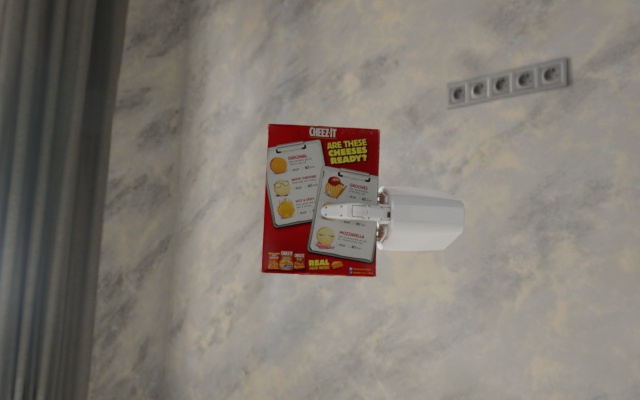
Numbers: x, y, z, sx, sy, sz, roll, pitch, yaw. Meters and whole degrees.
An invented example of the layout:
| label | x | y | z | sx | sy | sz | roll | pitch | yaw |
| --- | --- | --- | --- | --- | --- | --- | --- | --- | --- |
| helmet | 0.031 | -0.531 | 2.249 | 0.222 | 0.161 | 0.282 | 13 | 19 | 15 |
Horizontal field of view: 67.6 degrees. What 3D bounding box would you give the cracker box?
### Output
| label | x | y | z | sx | sy | sz | roll | pitch | yaw |
| --- | --- | --- | --- | --- | --- | --- | --- | --- | --- |
| cracker box | 0.000 | 0.002 | 0.705 | 0.164 | 0.213 | 0.072 | 2 | -6 | -4 |
